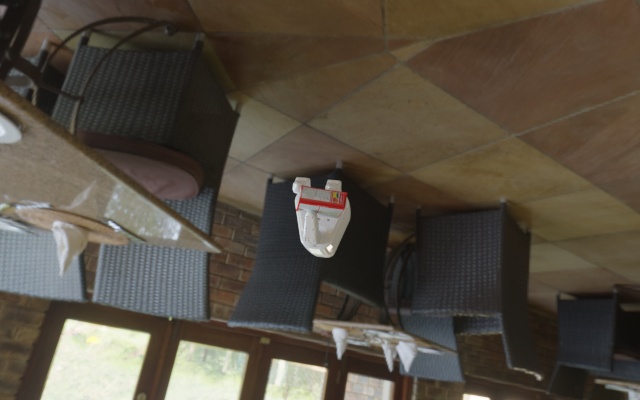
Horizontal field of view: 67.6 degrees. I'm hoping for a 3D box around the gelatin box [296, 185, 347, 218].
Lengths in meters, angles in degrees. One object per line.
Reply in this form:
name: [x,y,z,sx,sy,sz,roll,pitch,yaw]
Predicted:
gelatin box: [0.000,0.003,0.771,0.073,0.030,0.089,9,-12,-3]
